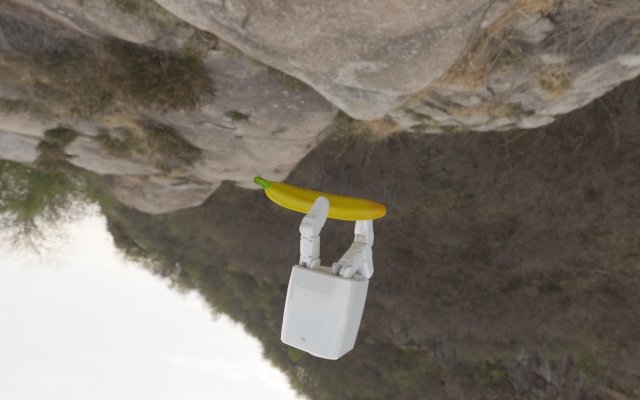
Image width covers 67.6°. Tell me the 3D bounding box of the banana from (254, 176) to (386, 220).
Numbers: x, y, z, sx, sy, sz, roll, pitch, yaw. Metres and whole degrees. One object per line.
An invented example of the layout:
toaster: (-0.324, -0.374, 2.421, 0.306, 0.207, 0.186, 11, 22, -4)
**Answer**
banana: (0.000, 0.004, 0.708, 0.198, 0.037, 0.069, 12, -5, 12)
